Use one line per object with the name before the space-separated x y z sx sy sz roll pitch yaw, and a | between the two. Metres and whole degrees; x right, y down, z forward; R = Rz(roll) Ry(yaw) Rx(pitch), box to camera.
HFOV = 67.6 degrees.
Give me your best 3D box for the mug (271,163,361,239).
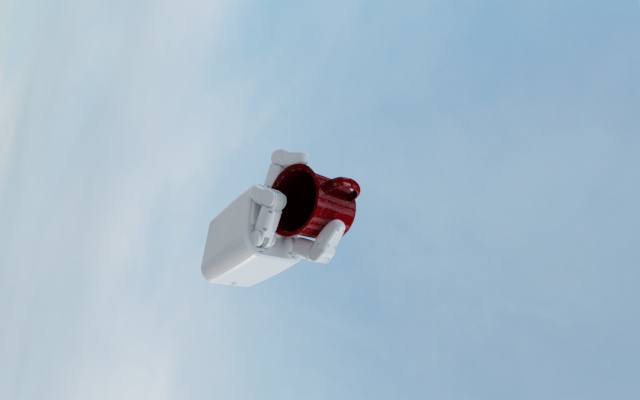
mug | 0.001 0.001 0.610 0.117 0.093 0.081 -32 -33 34
